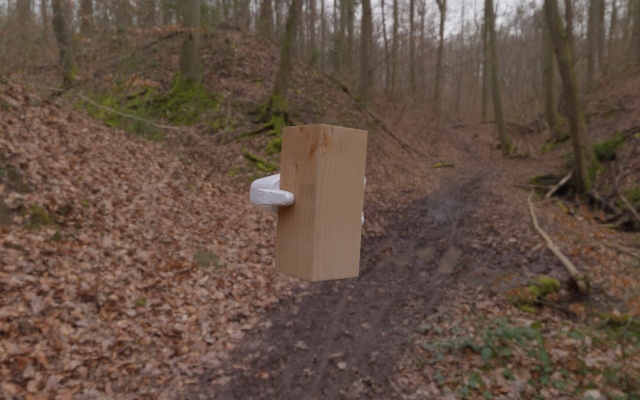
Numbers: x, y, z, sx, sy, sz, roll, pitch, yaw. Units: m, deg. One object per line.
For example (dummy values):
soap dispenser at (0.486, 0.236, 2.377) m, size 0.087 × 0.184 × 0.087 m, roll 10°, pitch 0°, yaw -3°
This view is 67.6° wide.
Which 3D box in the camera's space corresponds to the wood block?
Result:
wood block at (0.000, 0.002, 0.675) m, size 0.091 × 0.206 × 0.090 m, roll 1°, pitch 3°, yaw -40°
